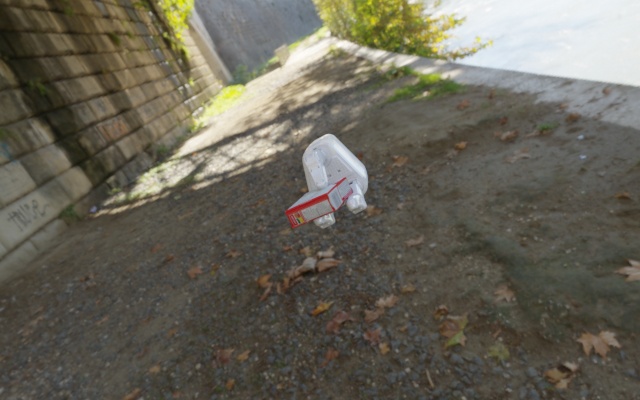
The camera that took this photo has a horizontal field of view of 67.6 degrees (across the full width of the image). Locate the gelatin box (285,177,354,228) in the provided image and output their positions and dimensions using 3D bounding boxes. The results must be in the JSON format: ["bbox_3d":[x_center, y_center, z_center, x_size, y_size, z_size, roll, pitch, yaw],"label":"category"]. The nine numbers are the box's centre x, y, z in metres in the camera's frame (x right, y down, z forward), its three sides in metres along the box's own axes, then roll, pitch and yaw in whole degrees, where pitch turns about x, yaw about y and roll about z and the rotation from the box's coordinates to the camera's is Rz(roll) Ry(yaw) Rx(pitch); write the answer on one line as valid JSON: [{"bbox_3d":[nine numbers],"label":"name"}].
[{"bbox_3d":[0.000,0.002,0.689,0.073,0.030,0.089,-22,9,26],"label":"gelatin box"}]
